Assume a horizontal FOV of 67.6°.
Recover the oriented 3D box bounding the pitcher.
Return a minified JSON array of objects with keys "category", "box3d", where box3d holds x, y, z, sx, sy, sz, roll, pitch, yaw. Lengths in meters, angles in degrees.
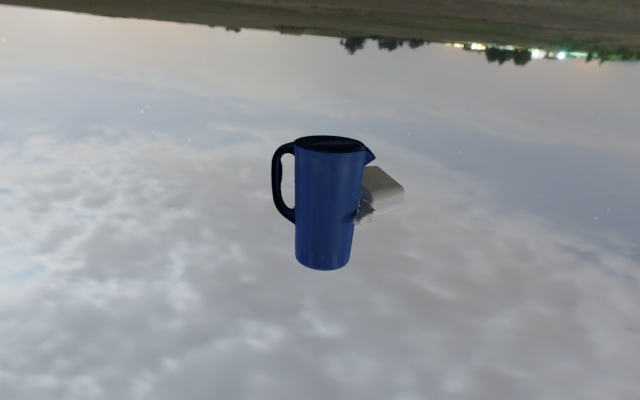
[{"category":"pitcher","box3d":[0.000,0.003,0.898,0.145,0.243,0.149,-14,27,-40]}]
